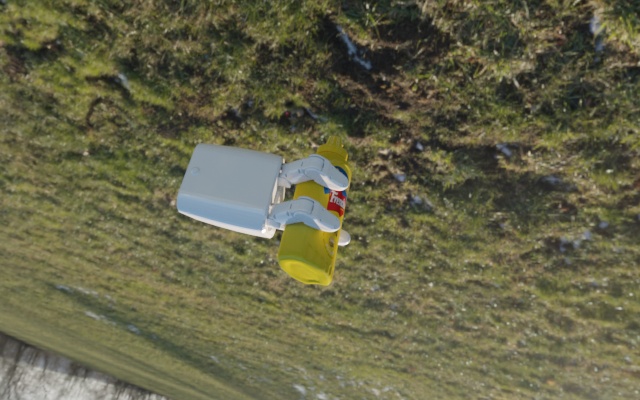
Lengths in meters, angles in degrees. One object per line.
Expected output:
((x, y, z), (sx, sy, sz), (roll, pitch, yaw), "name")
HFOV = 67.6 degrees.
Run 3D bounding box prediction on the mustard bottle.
((0.000, 0.002, 0.598), (0.058, 0.191, 0.096), (0, -28, 25), "mustard bottle")
